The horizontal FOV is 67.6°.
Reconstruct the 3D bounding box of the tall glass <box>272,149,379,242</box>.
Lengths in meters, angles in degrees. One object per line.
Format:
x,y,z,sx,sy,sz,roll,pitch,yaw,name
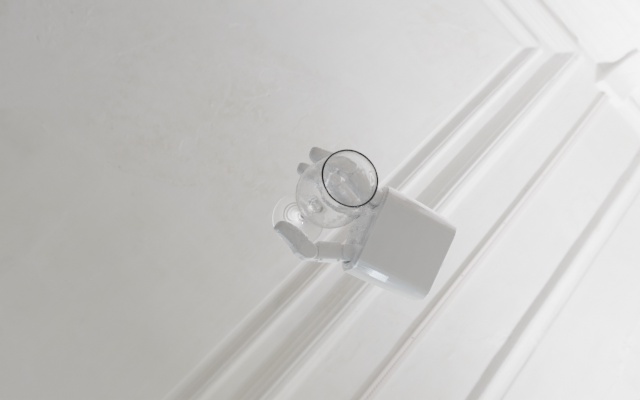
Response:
0.000,0.002,0.570,0.079,0.079,0.201,0,-14,-18,tall glass
